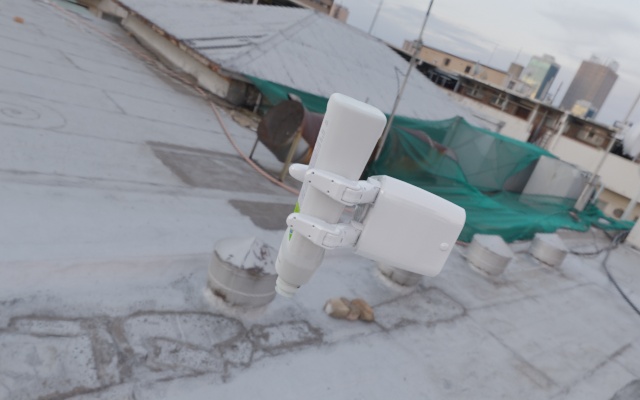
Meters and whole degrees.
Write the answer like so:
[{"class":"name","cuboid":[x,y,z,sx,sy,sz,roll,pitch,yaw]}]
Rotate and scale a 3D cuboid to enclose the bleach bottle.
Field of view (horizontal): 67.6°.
[{"class":"bleach bottle","cuboid":[0.000,0.002,0.580,0.068,0.251,0.102,20,17,-6]}]
